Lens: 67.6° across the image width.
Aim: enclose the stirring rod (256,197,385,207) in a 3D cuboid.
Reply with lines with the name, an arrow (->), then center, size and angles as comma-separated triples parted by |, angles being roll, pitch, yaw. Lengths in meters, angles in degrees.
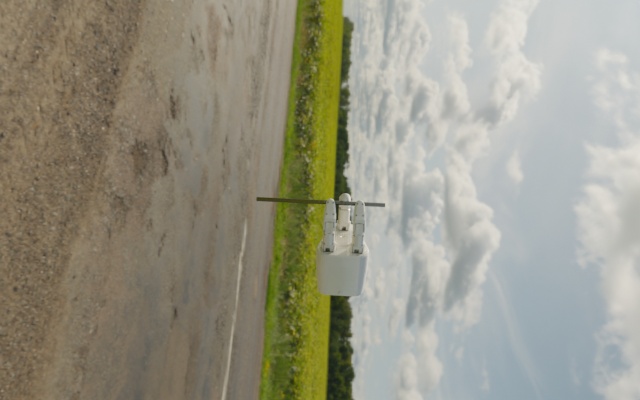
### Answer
stirring rod -> 0.000, 0.003, 0.894 | 0.239, 0.011, 0.011 | 3, 0, 2
